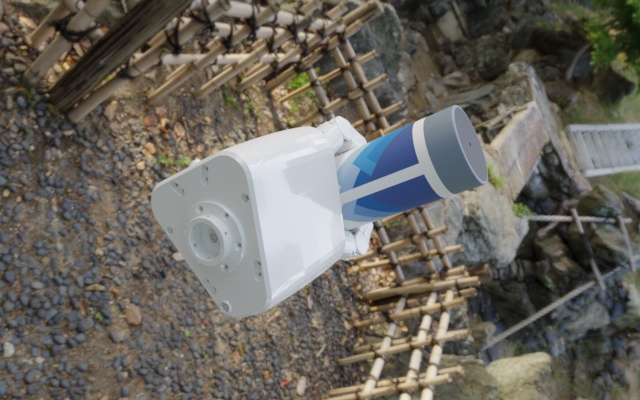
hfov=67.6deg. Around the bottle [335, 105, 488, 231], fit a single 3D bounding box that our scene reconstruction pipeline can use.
[{"bbox_3d":[0.000,0.001,0.448,0.296,0.069,0.069,-21,-11,31],"label":"bottle"}]
